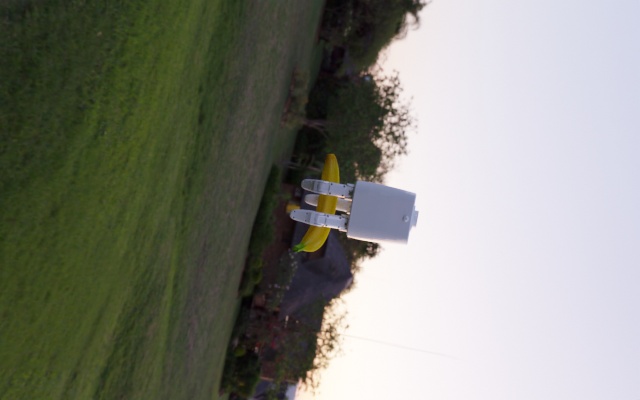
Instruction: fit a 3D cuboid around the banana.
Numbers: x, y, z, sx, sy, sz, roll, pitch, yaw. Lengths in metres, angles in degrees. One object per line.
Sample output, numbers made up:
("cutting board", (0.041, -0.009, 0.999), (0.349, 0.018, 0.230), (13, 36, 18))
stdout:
("banana", (0.004, 0.013, 0.873), (0.037, 0.197, 0.070), (10, -21, 22))
